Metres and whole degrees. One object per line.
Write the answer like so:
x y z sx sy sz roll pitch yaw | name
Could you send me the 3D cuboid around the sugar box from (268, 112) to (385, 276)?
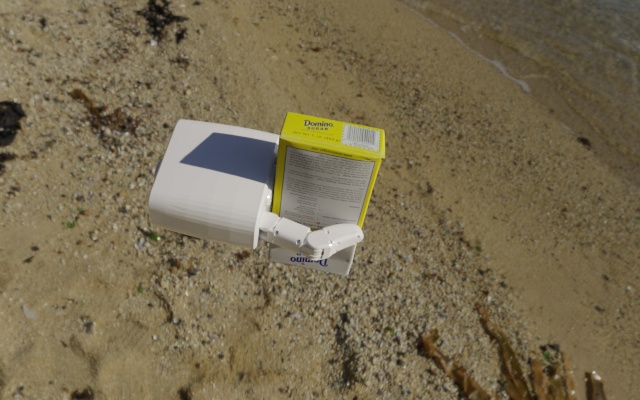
0.000 0.001 0.479 0.093 0.048 0.176 11 -42 -1 | sugar box
